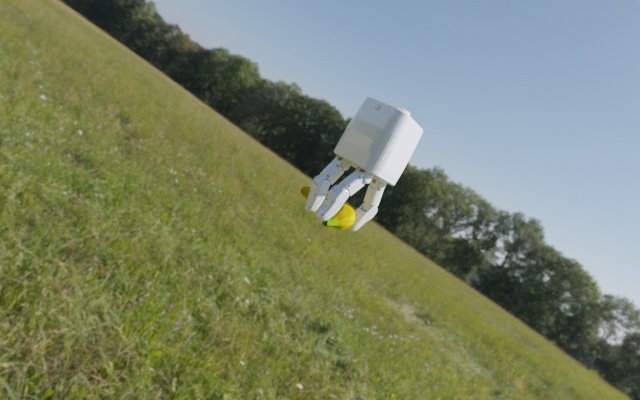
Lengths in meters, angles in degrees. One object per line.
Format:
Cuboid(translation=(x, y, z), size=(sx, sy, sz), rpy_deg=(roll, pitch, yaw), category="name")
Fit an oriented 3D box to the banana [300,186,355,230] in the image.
Cuboid(translation=(0.017, 0.011, 0.819), size=(0.069, 0.037, 0.197), rpy_deg=(25, 7, -19), category="banana")
